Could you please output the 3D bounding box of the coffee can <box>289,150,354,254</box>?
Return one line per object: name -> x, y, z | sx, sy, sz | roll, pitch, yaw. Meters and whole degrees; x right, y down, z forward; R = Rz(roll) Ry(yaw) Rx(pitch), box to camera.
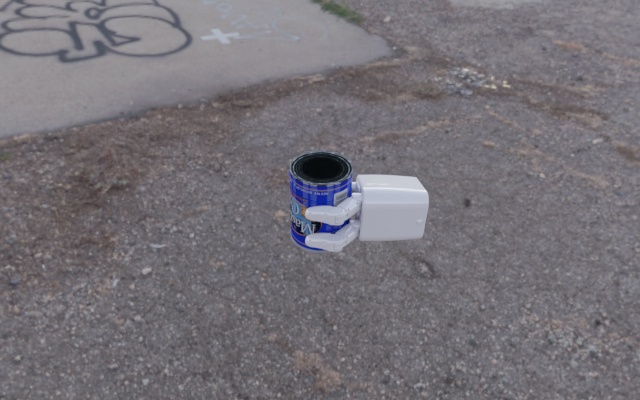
coffee can -> 0.000, 0.003, 0.795 | 0.103, 0.140, 0.102 | 1, 36, -1
